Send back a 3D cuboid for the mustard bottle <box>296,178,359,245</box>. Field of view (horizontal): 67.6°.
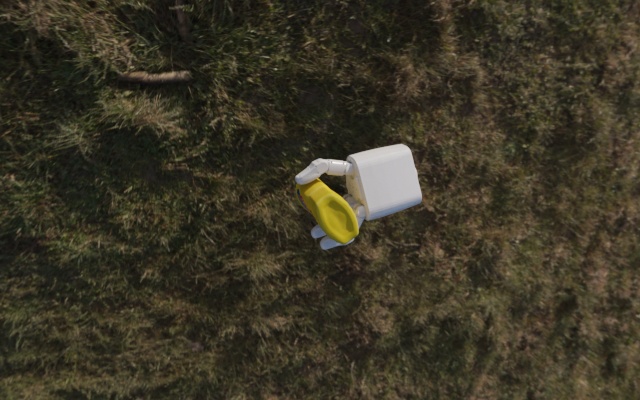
[{"bbox_3d":[0.000,0.003,0.838,0.058,0.096,0.191,-38,24,-3],"label":"mustard bottle"}]
